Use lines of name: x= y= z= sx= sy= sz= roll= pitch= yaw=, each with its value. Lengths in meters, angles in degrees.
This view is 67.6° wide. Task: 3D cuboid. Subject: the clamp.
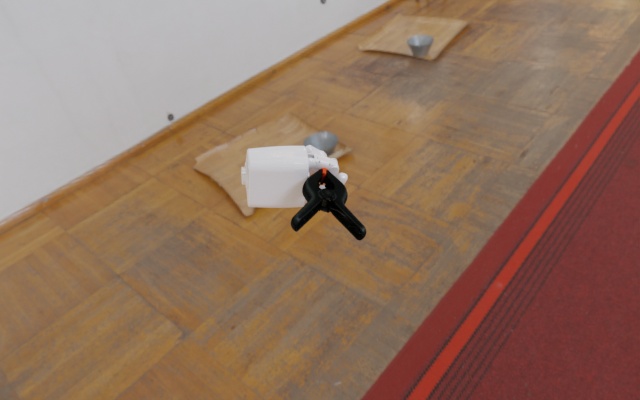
clamp: x=0.000 y=0.002 z=0.797 sx=0.120 sy=0.039 sz=0.171 roll=8 pitch=33 yaw=-21
